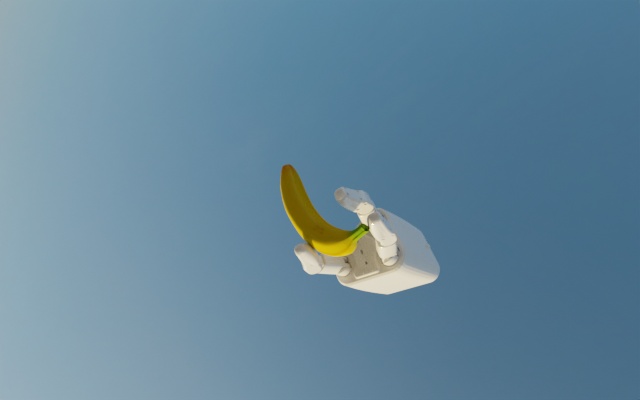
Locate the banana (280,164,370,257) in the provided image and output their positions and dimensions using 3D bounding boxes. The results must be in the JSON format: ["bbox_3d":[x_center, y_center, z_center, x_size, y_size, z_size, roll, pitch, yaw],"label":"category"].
[{"bbox_3d":[-0.007,0.020,0.625,0.037,0.069,0.197,22,12,-43],"label":"banana"}]
